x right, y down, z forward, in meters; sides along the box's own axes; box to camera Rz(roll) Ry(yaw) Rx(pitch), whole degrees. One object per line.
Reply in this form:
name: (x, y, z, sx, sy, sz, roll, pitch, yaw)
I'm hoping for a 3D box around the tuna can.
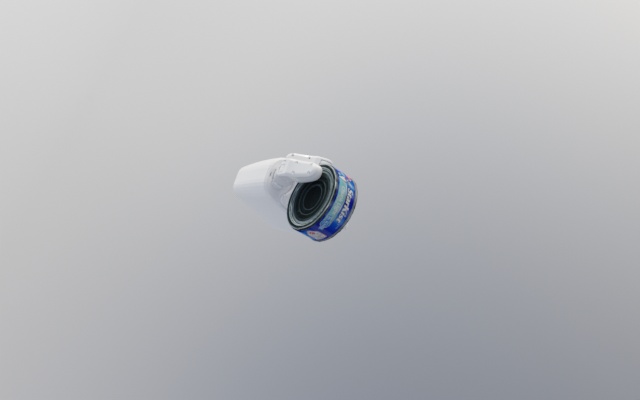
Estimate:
tuna can: (0.000, 0.002, 0.547, 0.034, 0.086, 0.086, 31, -18, -33)
